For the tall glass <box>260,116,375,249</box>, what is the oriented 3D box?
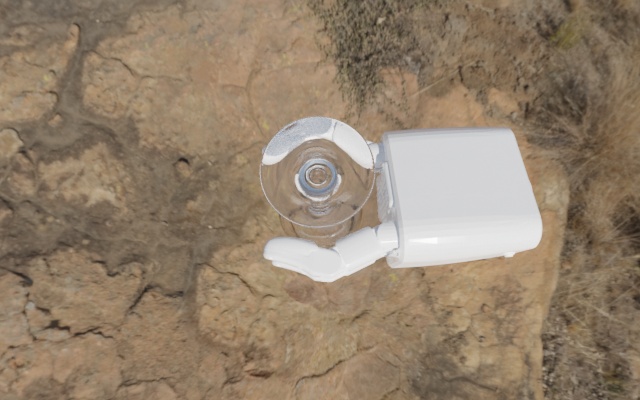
[{"bbox_3d":[0.000,0.001,0.401,0.079,0.079,0.201,0,-12,1],"label":"tall glass"}]
